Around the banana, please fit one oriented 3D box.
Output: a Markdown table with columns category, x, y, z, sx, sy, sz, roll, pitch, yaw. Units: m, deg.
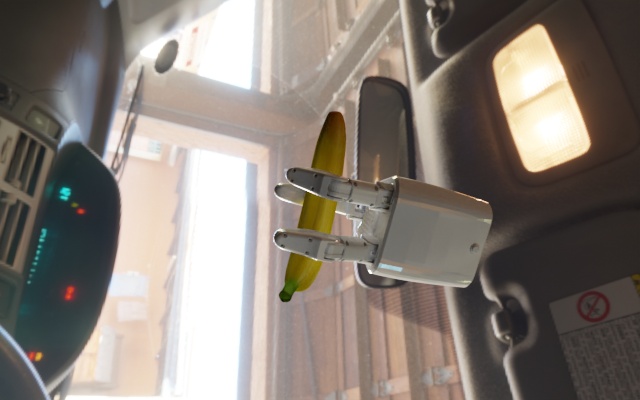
| category | x | y | z | sx | sy | sz | roll | pitch | yaw |
| --- | --- | --- | --- | --- | --- | --- | --- | --- | --- |
| banana | -0.002 | 0.009 | 0.492 | 0.037 | 0.197 | 0.070 | 13 | -13 | -1 |
